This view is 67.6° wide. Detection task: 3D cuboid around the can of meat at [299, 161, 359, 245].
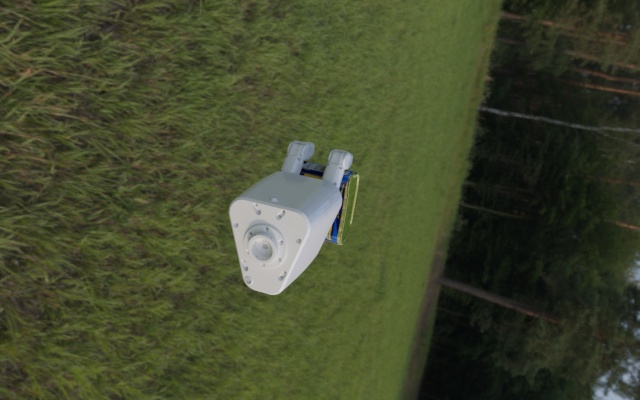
[{"bbox_3d":[0.000,0.002,0.635,0.084,0.102,0.057,13,17,16],"label":"can of meat"}]
